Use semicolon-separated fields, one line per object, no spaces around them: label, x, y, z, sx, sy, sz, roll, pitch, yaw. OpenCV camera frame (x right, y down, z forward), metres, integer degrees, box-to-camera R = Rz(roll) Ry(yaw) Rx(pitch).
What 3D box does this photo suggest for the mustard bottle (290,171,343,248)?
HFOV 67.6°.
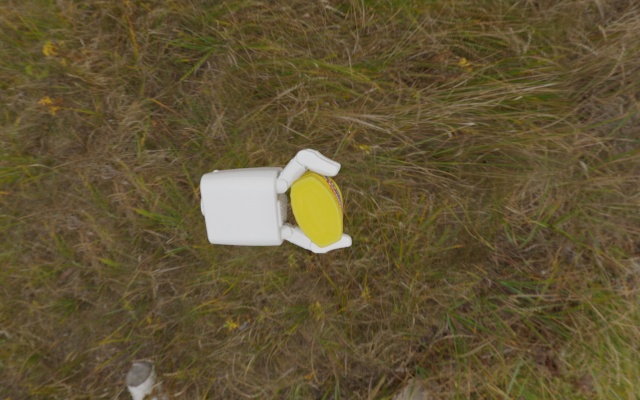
mustard bottle;0.000;0.002;0.701;0.058;0.096;0.191;-25;6;7
